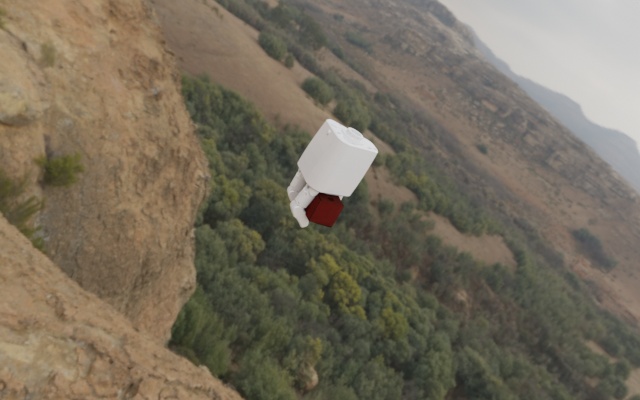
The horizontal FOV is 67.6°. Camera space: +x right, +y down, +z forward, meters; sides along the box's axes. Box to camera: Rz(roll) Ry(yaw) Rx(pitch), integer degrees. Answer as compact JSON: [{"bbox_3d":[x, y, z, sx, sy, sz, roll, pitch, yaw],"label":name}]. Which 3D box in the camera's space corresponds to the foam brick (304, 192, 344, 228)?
[{"bbox_3d":[0.000,0.003,0.899,0.053,0.051,0.078,17,28,-30],"label":"foam brick"}]
